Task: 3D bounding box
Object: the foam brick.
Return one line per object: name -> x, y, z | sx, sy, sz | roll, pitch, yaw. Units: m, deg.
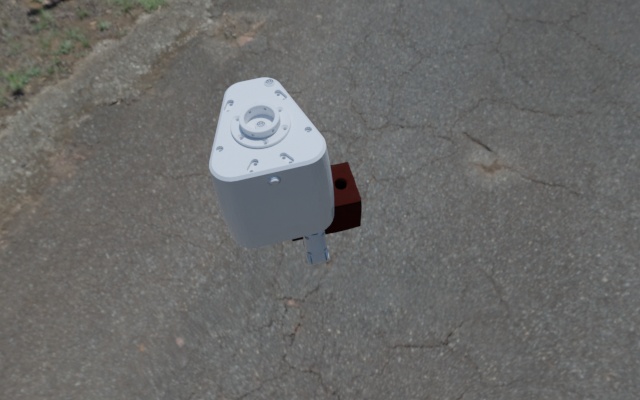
foam brick -> 0.000, 0.002, 0.499 | 0.078, 0.053, 0.051 | -13, -34, -6
